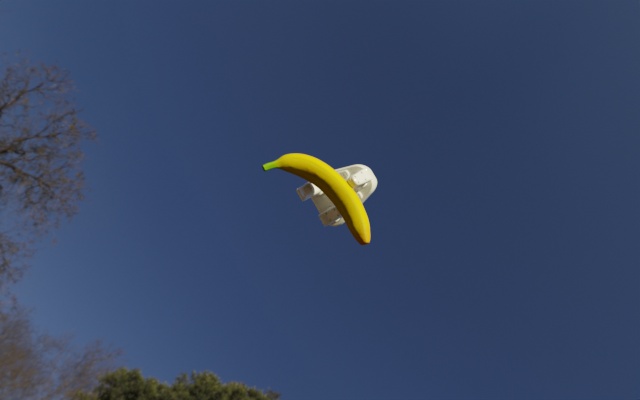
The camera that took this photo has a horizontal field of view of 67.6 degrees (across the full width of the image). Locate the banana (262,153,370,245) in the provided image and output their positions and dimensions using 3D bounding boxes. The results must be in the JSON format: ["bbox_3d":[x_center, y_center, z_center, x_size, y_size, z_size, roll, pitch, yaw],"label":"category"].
[{"bbox_3d":[0.009,-0.014,0.728,0.198,0.069,0.037,37,-9,4],"label":"banana"}]
